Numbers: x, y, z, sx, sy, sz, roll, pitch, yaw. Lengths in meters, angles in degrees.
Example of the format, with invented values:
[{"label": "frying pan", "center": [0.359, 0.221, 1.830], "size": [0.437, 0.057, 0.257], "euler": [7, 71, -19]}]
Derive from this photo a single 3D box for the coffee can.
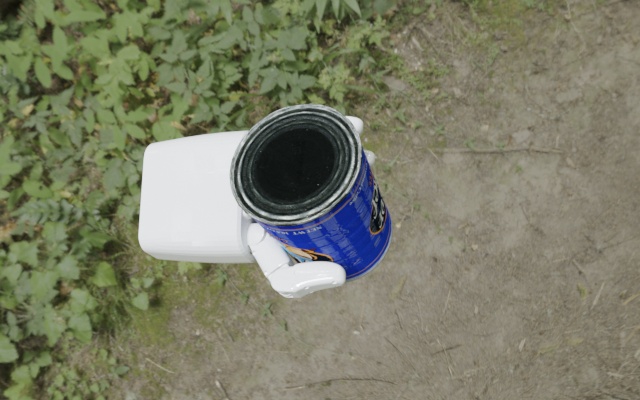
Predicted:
[{"label": "coffee can", "center": [0.000, 0.001, 0.406], "size": [0.103, 0.102, 0.140], "euler": [0, -26, 18]}]
